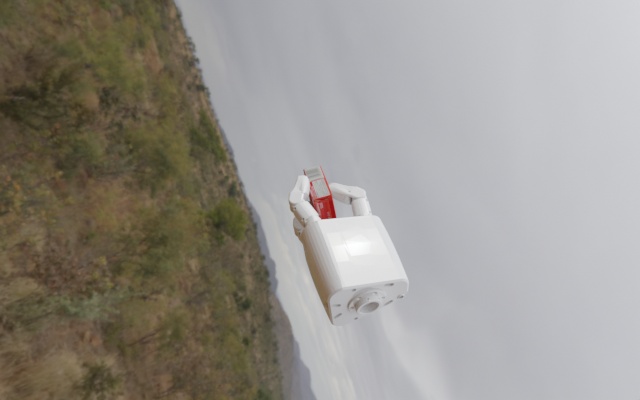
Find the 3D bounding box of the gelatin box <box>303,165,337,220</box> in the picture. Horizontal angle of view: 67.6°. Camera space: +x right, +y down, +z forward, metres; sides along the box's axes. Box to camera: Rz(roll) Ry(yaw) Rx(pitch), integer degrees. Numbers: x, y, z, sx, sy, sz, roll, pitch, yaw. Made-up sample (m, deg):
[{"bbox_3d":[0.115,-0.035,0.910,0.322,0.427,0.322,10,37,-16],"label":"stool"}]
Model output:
[{"bbox_3d":[0.000,0.002,0.706,0.030,0.073,0.089,-14,36,-4],"label":"gelatin box"}]
